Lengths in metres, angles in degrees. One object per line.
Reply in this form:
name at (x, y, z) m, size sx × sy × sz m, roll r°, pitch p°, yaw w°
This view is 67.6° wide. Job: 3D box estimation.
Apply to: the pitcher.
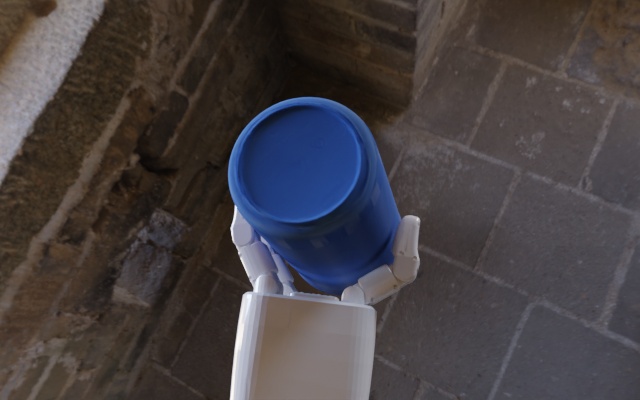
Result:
pitcher at (0.000, 0.002, 0.440) m, size 0.149 × 0.145 × 0.243 m, roll 4°, pitch -16°, yaw 12°
